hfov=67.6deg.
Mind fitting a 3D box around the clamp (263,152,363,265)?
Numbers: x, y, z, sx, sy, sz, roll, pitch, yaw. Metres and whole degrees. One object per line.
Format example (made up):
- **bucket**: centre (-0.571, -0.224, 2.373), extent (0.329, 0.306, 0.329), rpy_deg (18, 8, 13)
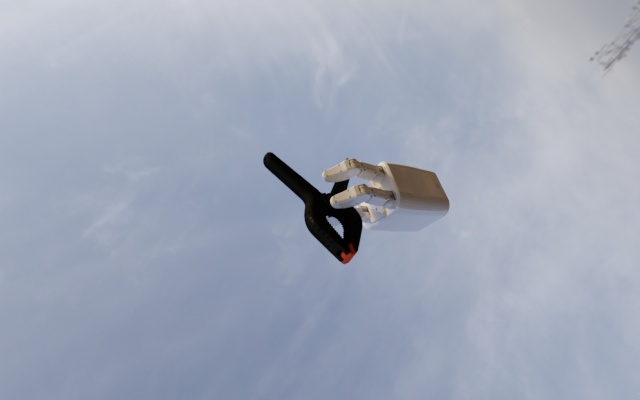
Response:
- **clamp**: centre (0.000, 0.003, 0.739), extent (0.164, 0.209, 0.036), rpy_deg (6, -43, -26)
